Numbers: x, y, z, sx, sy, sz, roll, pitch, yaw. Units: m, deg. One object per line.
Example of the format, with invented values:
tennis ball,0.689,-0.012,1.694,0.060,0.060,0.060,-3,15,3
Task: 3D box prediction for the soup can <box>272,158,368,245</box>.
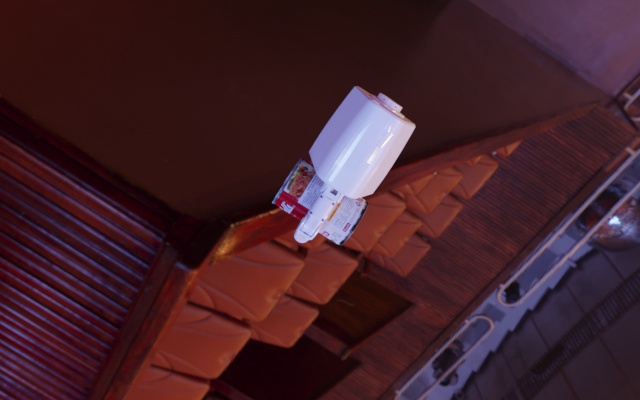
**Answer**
soup can,0.000,0.003,0.601,0.102,0.068,0.068,33,-2,-3
